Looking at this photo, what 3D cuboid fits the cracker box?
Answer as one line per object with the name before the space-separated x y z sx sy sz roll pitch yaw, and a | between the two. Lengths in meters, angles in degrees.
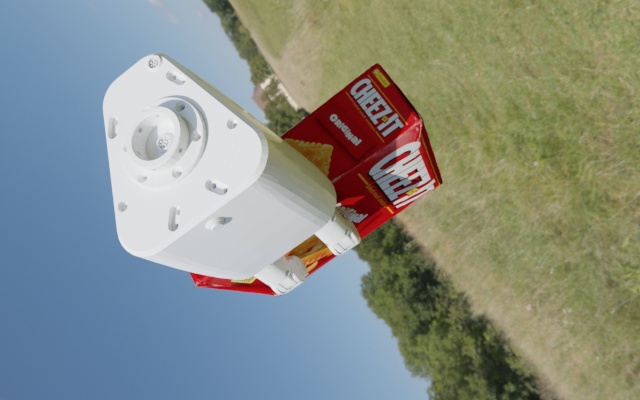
cracker box | 0.000 0.001 0.435 0.214 0.072 0.164 -35 -22 8
